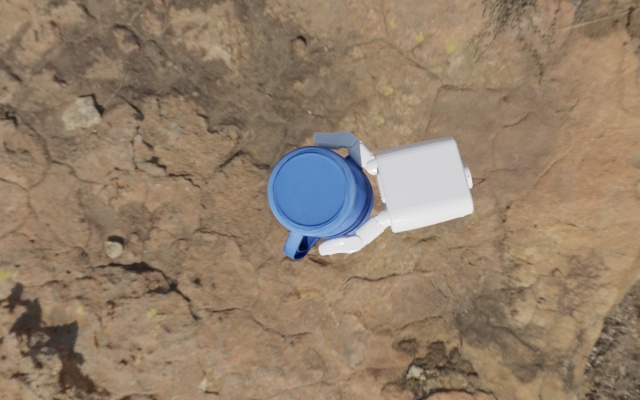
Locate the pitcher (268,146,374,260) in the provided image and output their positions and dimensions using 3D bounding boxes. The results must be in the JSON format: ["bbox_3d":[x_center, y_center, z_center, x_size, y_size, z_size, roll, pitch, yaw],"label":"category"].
[{"bbox_3d":[0.000,0.002,0.674,0.145,0.149,0.243,-13,-4,8],"label":"pitcher"}]
